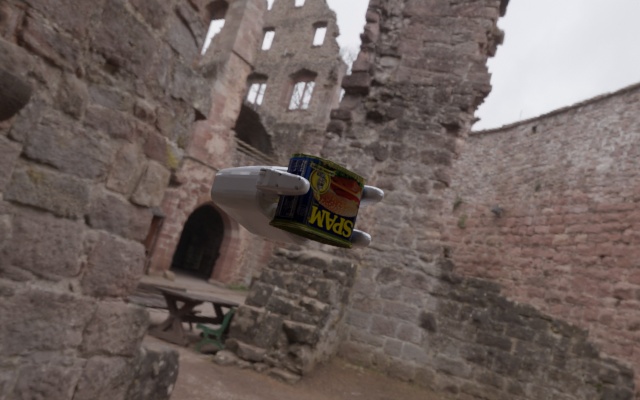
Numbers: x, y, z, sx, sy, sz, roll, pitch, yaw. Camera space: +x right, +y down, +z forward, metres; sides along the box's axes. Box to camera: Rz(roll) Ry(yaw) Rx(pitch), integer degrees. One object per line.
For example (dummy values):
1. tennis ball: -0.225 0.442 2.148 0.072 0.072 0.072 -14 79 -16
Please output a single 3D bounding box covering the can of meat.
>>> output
1. can of meat: 0.000 0.001 0.545 0.057 0.084 0.102 4 -15 47
